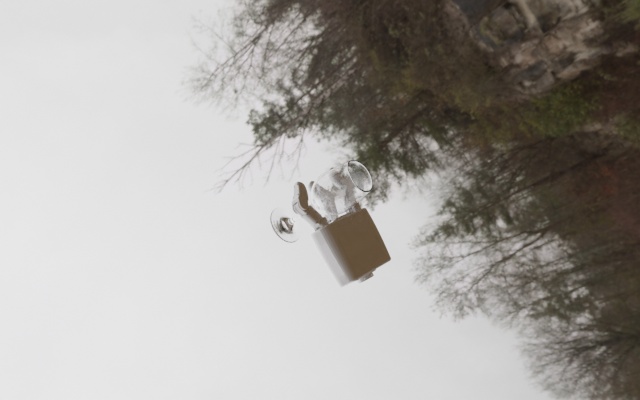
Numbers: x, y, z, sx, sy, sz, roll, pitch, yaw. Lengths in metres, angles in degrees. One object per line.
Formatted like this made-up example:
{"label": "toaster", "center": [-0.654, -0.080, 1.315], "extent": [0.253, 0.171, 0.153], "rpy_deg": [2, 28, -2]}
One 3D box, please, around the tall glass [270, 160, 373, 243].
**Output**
{"label": "tall glass", "center": [0.000, 0.003, 0.856], "extent": [0.201, 0.079, 0.079], "rpy_deg": [-34, -22, 36]}
